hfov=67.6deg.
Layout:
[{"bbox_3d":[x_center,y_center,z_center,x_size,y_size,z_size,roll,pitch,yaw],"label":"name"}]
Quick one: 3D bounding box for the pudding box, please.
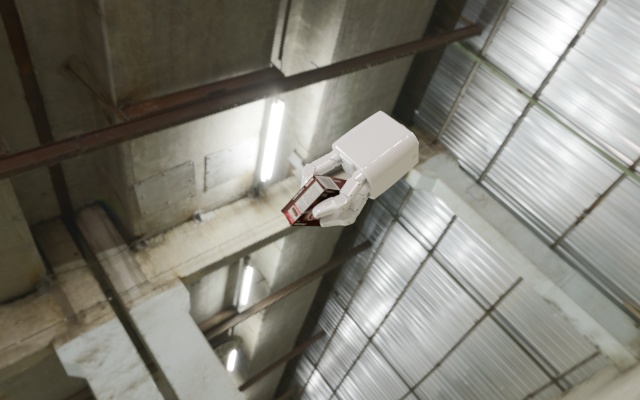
[{"bbox_3d":[0.000,0.002,0.803,0.090,0.039,0.113,-47,-27,20],"label":"pudding box"}]
